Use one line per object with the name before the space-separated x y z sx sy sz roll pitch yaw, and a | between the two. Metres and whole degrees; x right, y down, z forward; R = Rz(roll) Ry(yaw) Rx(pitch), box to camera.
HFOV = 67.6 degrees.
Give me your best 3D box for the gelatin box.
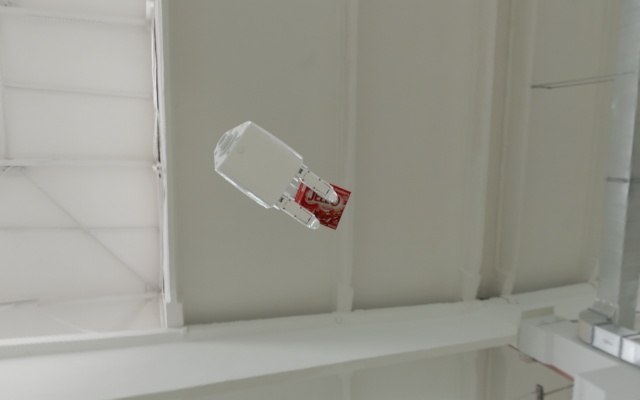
gelatin box | 0.000 0.003 0.825 0.089 0.073 0.030 21 2 -30
